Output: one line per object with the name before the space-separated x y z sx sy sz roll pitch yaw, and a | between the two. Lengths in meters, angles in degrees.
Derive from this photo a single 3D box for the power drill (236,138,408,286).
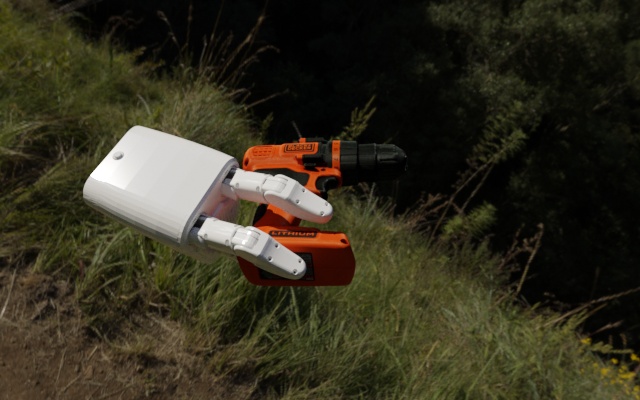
power drill | 0.000 0.002 0.484 0.184 0.057 0.187 -2 36 7
